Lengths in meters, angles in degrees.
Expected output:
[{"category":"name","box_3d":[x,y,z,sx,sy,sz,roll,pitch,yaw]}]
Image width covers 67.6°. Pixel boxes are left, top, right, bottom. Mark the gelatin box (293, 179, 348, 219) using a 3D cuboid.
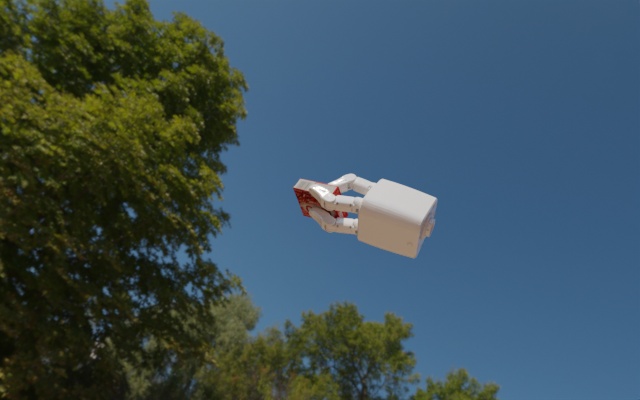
[{"category":"gelatin box","box_3d":[0.000,0.002,0.874,0.089,0.073,0.030,13,49,32]}]
